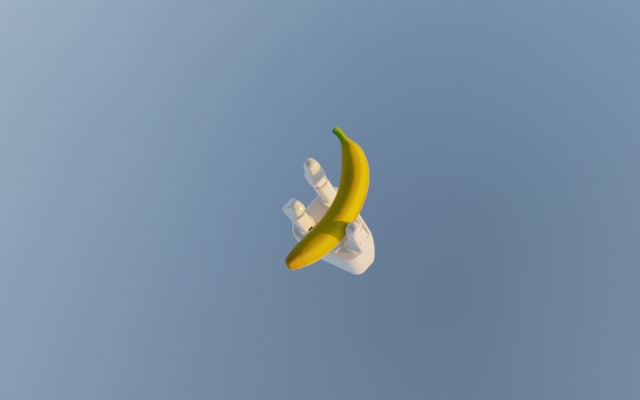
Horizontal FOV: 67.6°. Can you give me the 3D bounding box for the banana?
[{"bbox_3d":[0.019,0.004,0.615,0.069,0.197,0.037,17,-15,9],"label":"banana"}]
